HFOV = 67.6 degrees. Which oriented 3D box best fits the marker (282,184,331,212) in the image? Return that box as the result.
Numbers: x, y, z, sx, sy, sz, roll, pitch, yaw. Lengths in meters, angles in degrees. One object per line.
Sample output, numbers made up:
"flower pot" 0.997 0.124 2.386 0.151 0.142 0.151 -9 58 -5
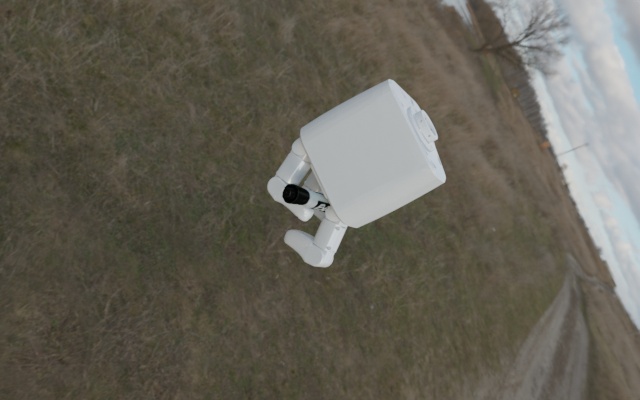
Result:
"marker" 0.000 0.002 0.486 0.020 0.020 0.121 0 -9 31
